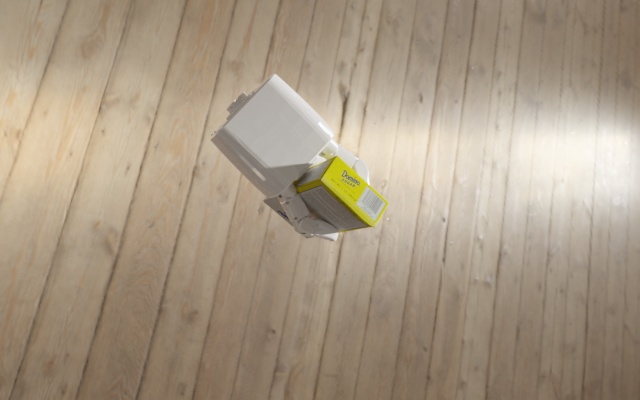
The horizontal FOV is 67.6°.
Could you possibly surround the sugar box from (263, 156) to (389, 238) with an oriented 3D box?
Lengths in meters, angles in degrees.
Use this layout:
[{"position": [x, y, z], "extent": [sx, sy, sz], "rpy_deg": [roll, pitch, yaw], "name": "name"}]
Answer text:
[{"position": [0.000, 0.002, 0.634], "extent": [0.093, 0.048, 0.176], "rpy_deg": [42, -23, -18], "name": "sugar box"}]
